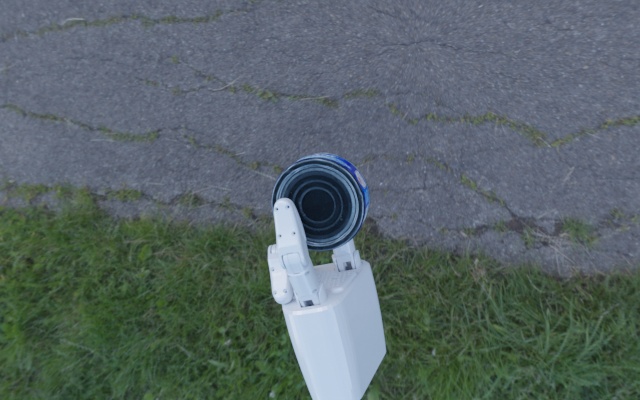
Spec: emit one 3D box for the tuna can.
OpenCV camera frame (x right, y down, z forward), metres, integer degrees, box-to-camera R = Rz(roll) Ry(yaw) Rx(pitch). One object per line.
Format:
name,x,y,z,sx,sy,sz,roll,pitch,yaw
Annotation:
tuna can,0.000,0.001,0.428,0.086,0.086,0.033,0,13,12
